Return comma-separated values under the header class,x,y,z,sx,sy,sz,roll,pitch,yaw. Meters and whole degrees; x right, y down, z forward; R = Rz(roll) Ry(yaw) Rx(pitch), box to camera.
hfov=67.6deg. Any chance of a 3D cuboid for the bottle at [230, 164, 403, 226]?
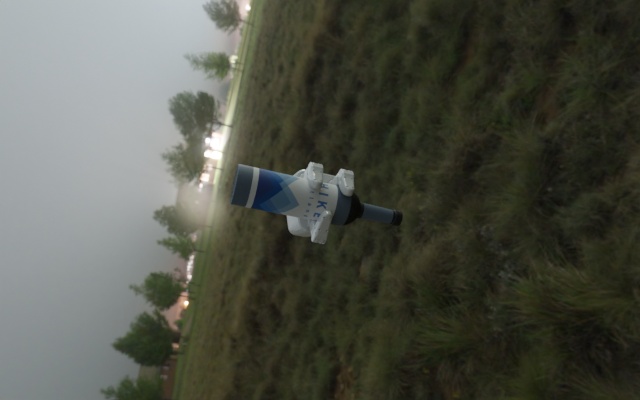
class,x,y,z,sx,sy,sz,roll,pitch,yaw
bottle,0.000,0.003,0.806,0.296,0.069,0.069,12,-3,-15
